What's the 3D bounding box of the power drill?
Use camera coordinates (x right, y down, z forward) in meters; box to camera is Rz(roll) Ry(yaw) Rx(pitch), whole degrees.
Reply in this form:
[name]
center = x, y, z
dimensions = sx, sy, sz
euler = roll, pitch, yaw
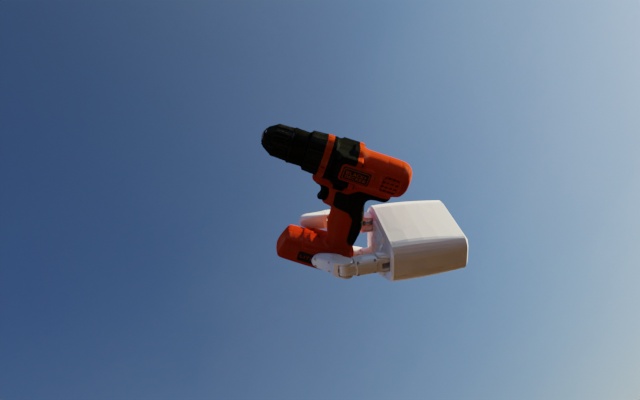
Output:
[power drill]
center = 0.000, 0.002, 0.609
dimensions = 0.184, 0.188, 0.057
euler = 18, 38, -3
